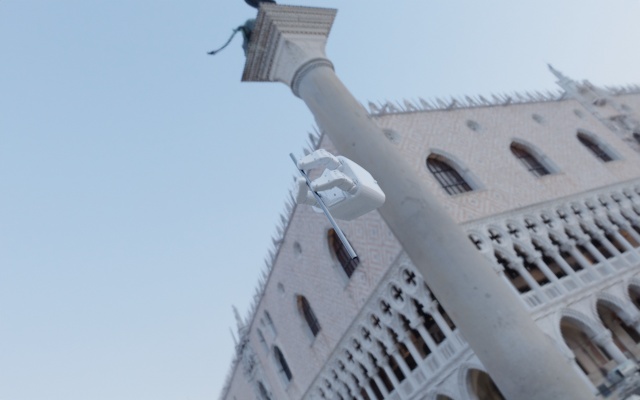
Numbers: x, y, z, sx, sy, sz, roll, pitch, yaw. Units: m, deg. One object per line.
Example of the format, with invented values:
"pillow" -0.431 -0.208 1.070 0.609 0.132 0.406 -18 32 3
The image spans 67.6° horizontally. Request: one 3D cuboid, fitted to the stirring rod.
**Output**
"stirring rod" 0.000 0.003 0.816 0.011 0.239 0.011 -22 -32 -15
